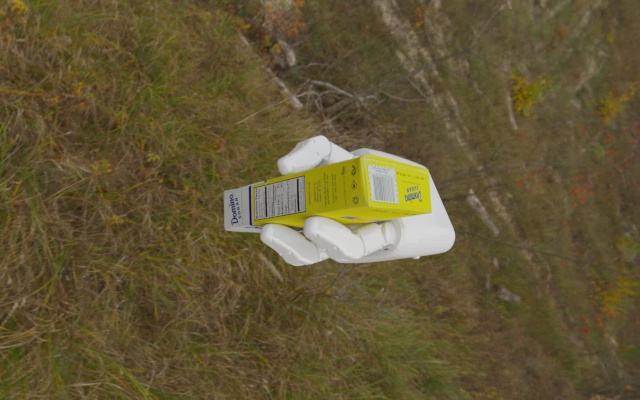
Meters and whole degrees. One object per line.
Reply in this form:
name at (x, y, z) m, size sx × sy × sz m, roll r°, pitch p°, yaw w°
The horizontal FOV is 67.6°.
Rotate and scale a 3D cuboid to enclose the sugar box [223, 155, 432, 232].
sugar box at (0.000, 0.002, 0.435) m, size 0.176 × 0.048 × 0.093 m, roll -15°, pitch -15°, yaw 42°
